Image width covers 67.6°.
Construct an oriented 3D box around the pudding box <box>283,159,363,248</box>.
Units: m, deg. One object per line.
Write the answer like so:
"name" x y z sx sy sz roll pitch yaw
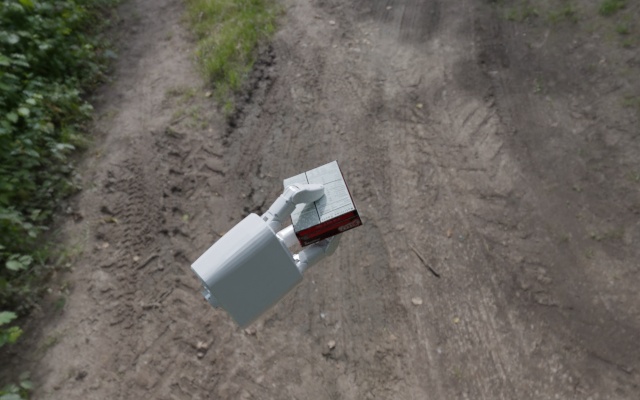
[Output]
"pudding box" 0.000 0.002 0.670 0.090 0.113 0.039 -20 -44 3
